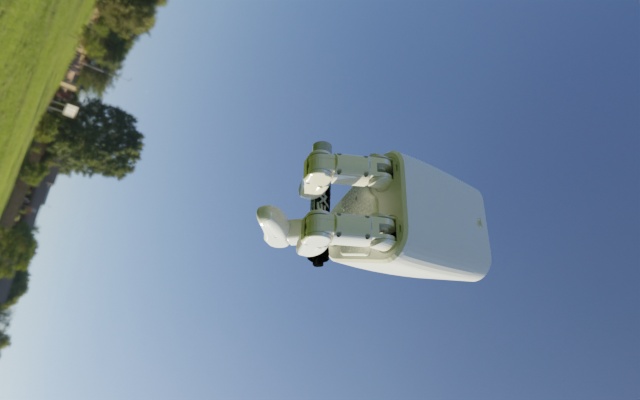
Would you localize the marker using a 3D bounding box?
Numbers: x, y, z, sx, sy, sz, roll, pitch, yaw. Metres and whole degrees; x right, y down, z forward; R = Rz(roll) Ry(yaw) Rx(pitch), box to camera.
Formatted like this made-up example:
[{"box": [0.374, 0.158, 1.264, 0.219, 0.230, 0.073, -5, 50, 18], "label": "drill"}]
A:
[{"box": [0.000, 0.001, 0.433, 0.020, 0.121, 0.020, 2, -26, 1], "label": "marker"}]
